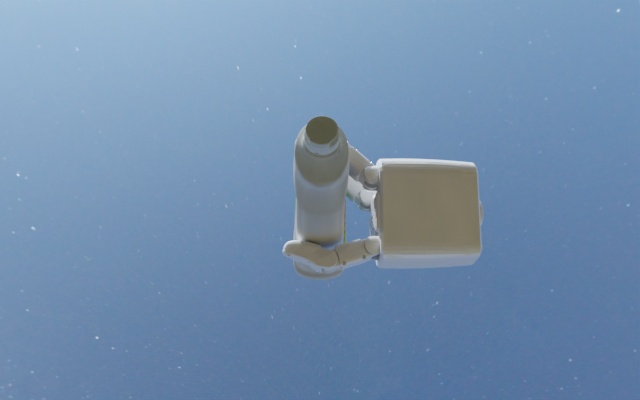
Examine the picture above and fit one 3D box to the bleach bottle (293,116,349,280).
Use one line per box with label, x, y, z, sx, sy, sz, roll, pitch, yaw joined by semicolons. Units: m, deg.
bleach bottle;0.000;0.002;0.512;0.068;0.102;0.251;1;-25;0
